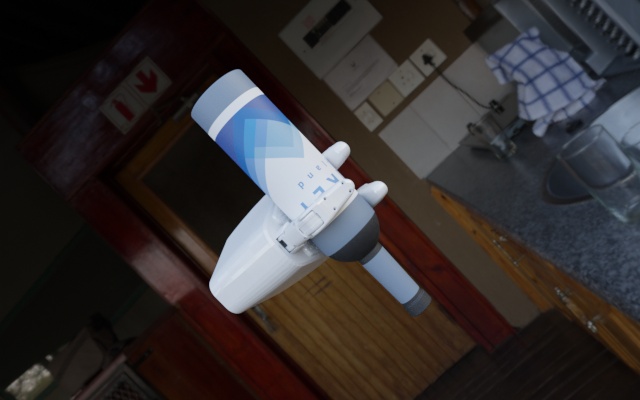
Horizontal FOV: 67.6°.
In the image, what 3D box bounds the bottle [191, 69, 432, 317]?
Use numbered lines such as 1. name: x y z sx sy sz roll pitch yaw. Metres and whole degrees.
1. bottle: 0.000 0.001 0.474 0.069 0.296 0.069 -44 3 3
